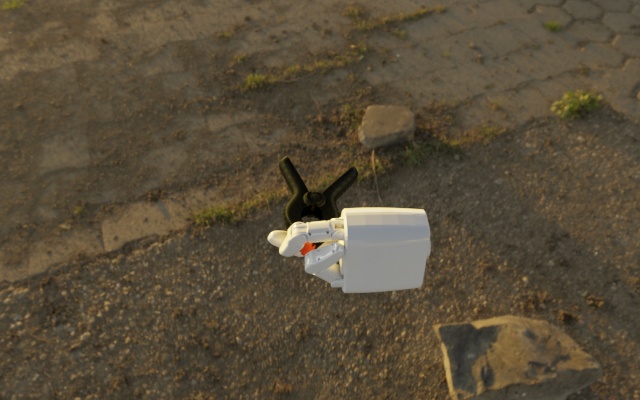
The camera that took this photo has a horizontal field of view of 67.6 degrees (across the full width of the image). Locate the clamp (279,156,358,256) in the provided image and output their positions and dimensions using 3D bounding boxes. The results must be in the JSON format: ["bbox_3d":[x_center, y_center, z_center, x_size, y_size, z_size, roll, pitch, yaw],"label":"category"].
[{"bbox_3d":[0.000,0.002,0.685,0.120,0.171,0.039,-2,-38,-2],"label":"clamp"}]
